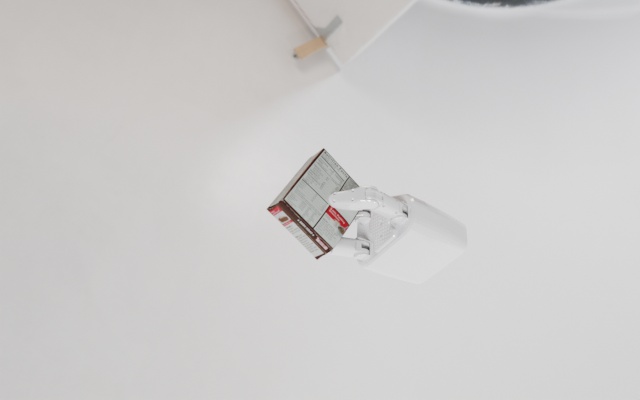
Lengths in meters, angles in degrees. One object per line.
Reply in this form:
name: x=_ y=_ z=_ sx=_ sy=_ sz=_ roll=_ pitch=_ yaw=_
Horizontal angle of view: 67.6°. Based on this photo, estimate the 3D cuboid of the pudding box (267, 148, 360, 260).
pudding box: x=0.000 y=0.002 z=0.595 sx=0.039 sy=0.090 sz=0.113 roll=-33 pitch=15 yaw=46
